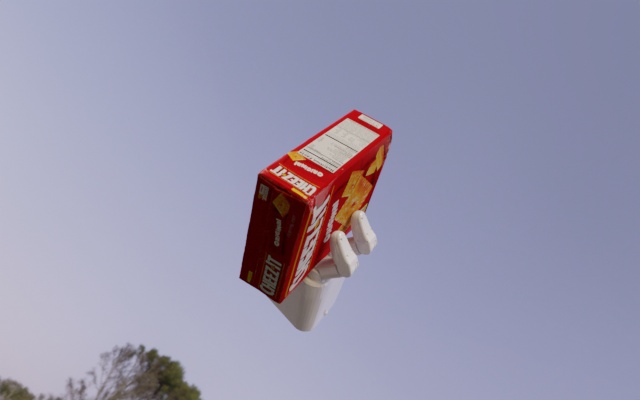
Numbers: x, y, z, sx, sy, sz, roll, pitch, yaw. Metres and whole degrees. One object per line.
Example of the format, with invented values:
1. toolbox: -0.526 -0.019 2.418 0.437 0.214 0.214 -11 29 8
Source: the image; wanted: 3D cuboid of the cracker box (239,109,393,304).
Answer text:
1. cracker box: 0.000 0.002 0.595 0.072 0.164 0.213 29 40 17
